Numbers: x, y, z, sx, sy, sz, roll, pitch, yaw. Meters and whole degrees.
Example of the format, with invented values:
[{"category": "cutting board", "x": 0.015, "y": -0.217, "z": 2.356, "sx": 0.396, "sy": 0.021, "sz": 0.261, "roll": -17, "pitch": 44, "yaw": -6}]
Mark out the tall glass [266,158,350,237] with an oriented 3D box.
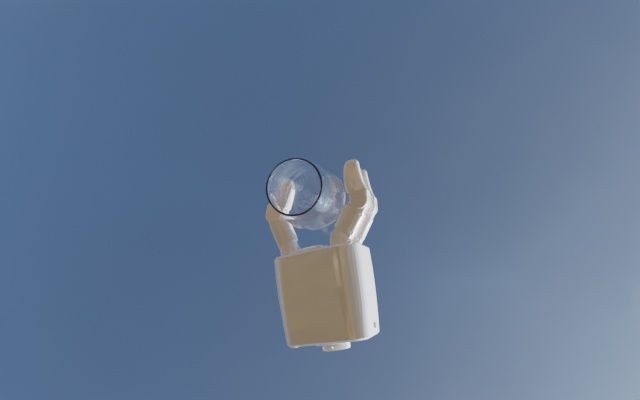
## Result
[{"category": "tall glass", "x": 0.000, "y": 0.002, "z": 0.584, "sx": 0.079, "sy": 0.079, "sz": 0.201, "roll": 0, "pitch": -10, "yaw": 17}]
